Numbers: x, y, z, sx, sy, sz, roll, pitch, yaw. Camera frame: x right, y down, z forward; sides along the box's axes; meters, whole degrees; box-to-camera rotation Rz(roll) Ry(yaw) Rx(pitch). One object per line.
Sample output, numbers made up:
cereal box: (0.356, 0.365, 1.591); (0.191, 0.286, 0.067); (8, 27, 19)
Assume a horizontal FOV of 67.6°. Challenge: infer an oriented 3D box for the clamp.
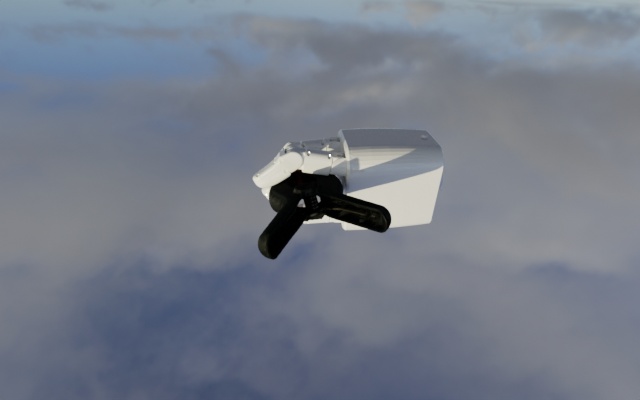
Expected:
clamp: (0.000, 0.002, 0.483); (0.120, 0.039, 0.171); (-4, 26, -3)
